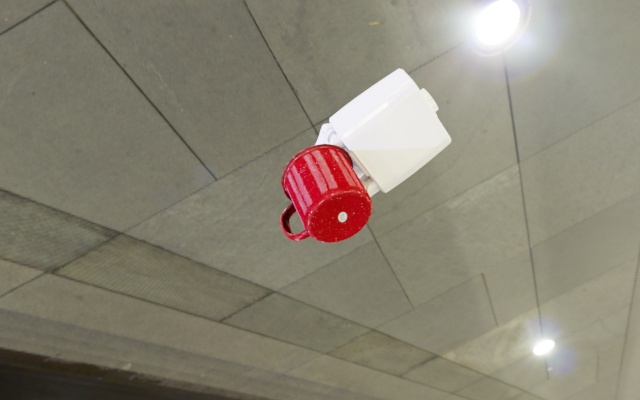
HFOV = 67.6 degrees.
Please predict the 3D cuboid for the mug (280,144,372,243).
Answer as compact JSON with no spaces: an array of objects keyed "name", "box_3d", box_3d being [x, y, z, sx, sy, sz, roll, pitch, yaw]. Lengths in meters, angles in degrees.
[{"name":"mug","box_3d":[-0.001,0.003,0.559,0.117,0.081,0.093,-38,-47,11]}]
